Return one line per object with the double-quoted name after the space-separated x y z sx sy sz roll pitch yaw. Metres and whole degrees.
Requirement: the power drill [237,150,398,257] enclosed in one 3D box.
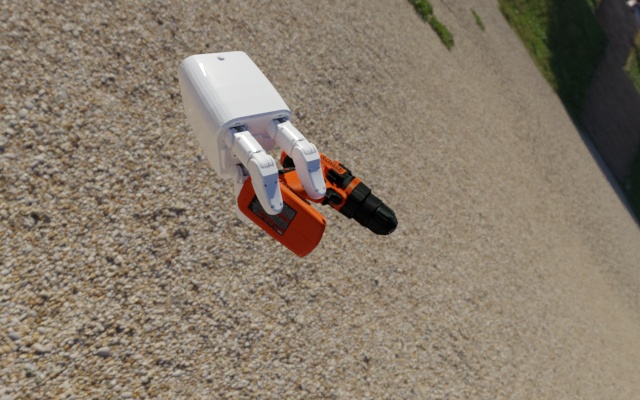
0.000 0.002 0.582 0.184 0.057 0.187 36 23 9 "power drill"
